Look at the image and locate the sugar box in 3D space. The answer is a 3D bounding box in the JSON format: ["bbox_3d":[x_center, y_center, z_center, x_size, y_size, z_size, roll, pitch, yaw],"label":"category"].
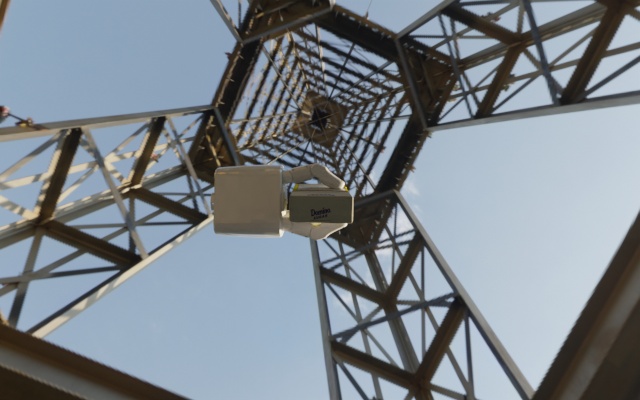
[{"bbox_3d":[0.000,0.003,0.762,0.093,0.048,0.176,1,9,0],"label":"sugar box"}]
